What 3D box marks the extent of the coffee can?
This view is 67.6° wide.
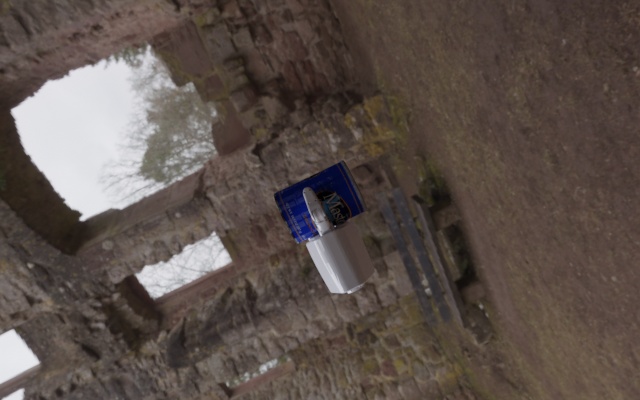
[{"bbox_3d":[0.000,0.003,0.865,0.140,0.103,0.103,-26,-1,1],"label":"coffee can"}]
